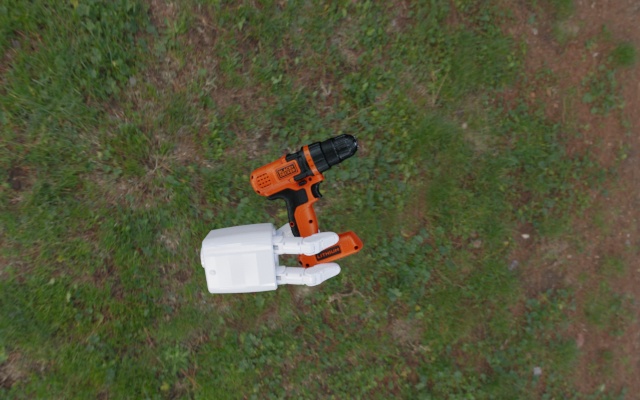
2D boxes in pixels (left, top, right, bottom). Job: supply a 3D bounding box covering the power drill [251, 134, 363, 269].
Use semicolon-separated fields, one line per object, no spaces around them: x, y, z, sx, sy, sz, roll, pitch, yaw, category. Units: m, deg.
0.000;0.003;0.773;0.184;0.187;0.057;-22;2;12;power drill
